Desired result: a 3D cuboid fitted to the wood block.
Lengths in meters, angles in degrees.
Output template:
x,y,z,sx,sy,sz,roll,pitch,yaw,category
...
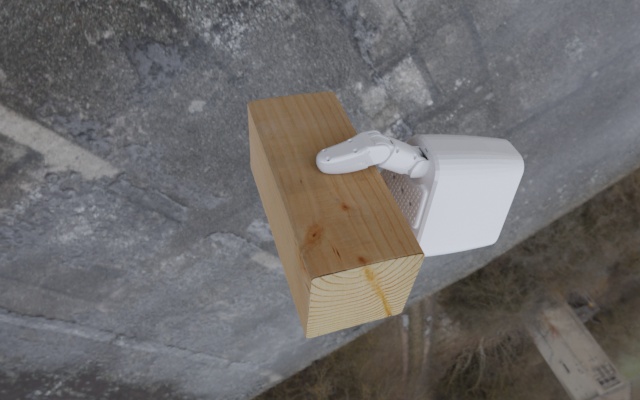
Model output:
x,y,z,sx,sy,sz,roll,pitch,yaw,category
0.001,0.001,0.431,0.090,0.206,0.091,-11,-40,-16,wood block
